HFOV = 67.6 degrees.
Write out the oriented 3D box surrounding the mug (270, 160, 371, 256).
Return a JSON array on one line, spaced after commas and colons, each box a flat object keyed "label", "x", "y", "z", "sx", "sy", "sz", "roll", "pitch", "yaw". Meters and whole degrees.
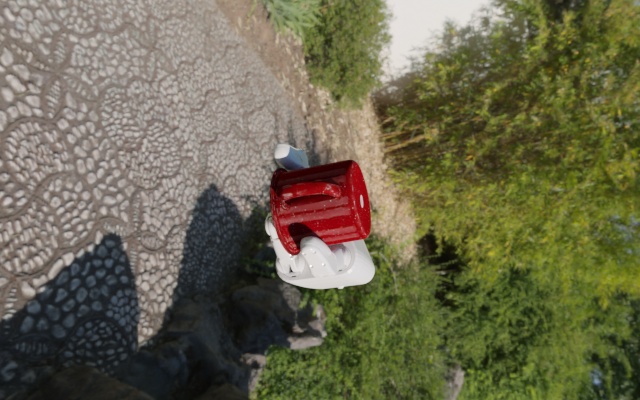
[{"label": "mug", "x": 0.000, "y": 0.001, "z": 0.475, "sx": 0.081, "sy": 0.093, "sz": 0.117, "roll": -10, "pitch": -19, "yaw": 16}]
